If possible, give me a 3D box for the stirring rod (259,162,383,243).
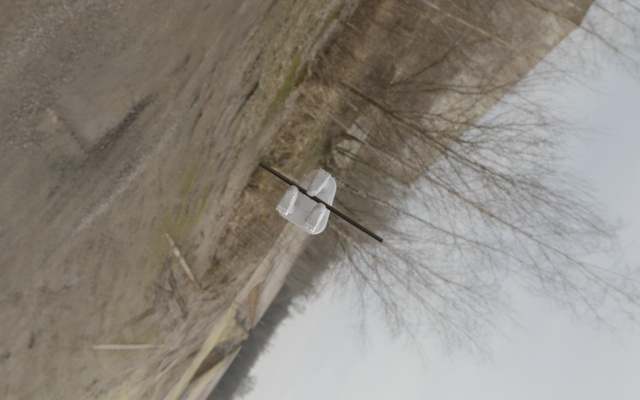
[{"bbox_3d":[0.000,0.003,0.791,0.239,0.011,0.011,33,2,3],"label":"stirring rod"}]
